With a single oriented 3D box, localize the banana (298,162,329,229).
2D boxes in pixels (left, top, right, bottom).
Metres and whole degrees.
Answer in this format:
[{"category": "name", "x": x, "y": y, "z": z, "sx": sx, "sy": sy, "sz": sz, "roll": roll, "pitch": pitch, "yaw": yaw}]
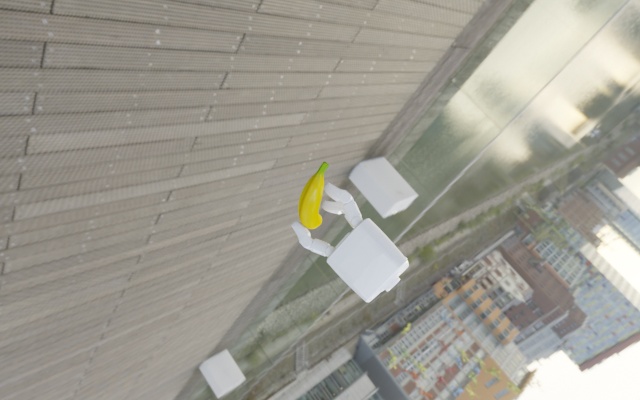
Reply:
[{"category": "banana", "x": -0.013, "y": 0.012, "z": 0.877, "sx": 0.069, "sy": 0.037, "sz": 0.198, "roll": -39, "pitch": -20, "yaw": -25}]
